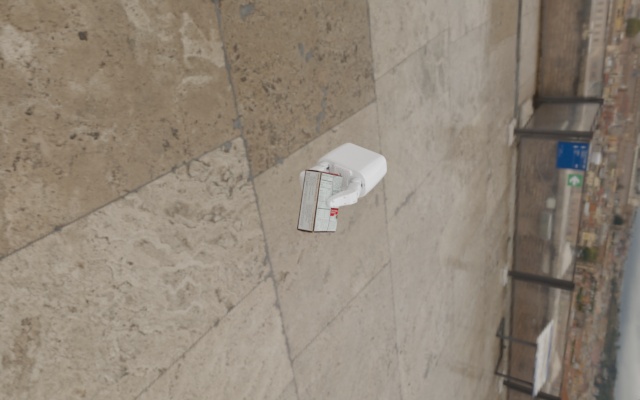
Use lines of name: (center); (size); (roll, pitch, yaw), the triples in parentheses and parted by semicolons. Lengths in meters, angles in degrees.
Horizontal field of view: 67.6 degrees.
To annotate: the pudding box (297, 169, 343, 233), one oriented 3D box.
pudding box: (0.000, 0.003, 0.880); (0.039, 0.113, 0.090); (7, 0, 29)
